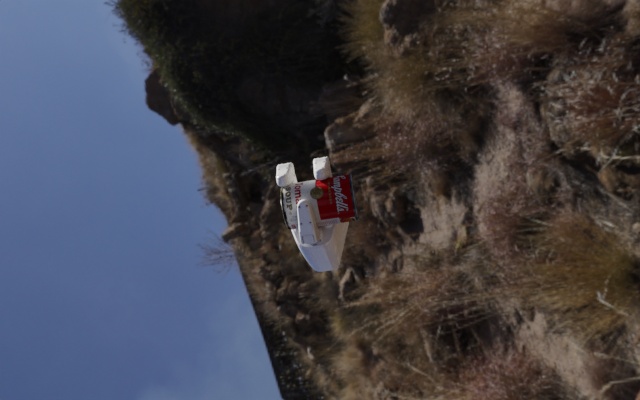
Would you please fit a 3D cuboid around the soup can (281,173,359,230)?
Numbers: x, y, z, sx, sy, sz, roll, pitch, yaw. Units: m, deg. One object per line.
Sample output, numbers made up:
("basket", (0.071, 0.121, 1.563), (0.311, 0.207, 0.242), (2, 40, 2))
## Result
("soup can", (0.000, 0.002, 0.685), (0.102, 0.068, 0.068), (-9, -1, 7))
